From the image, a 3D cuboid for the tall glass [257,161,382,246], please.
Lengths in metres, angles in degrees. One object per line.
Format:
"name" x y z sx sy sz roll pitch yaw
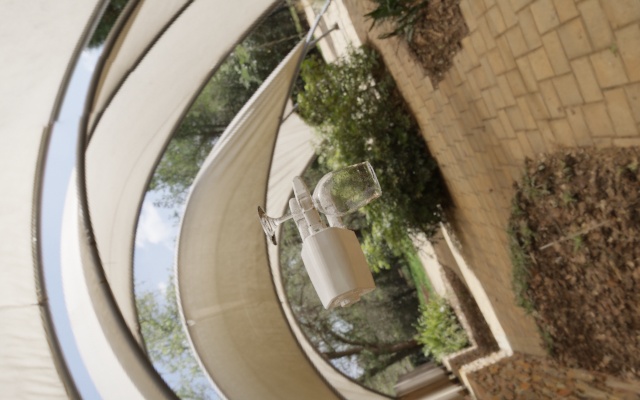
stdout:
"tall glass" -0.001 0.003 0.802 0.201 0.079 0.079 -24 -1 3
